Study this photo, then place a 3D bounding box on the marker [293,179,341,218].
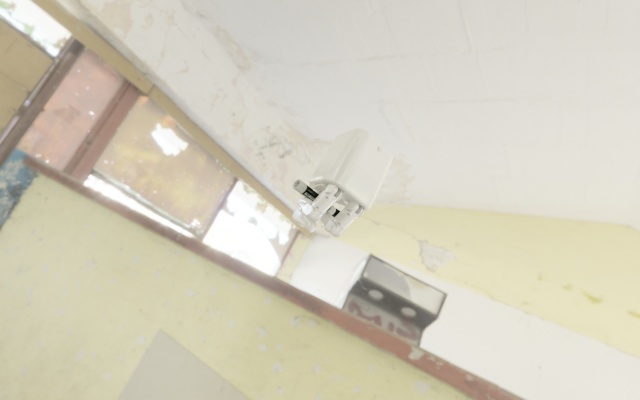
[{"bbox_3d":[0.000,0.003,0.810,0.020,0.020,0.121,0,-30,48],"label":"marker"}]
